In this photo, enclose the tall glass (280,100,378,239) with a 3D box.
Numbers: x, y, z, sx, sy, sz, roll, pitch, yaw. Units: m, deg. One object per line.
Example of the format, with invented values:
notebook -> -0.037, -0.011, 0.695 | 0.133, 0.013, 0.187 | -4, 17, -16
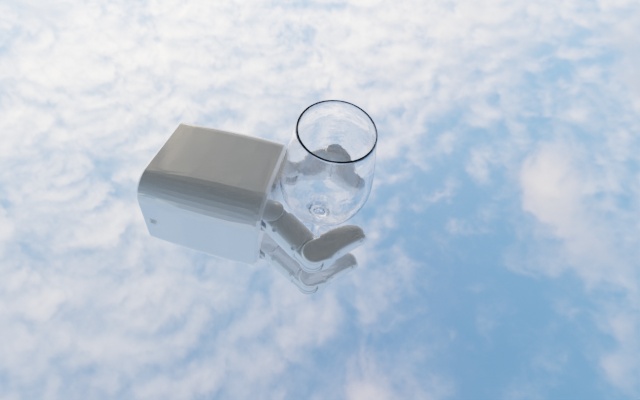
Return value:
tall glass -> 0.000, 0.002, 0.434 | 0.079, 0.079, 0.201 | 0, -32, -9
